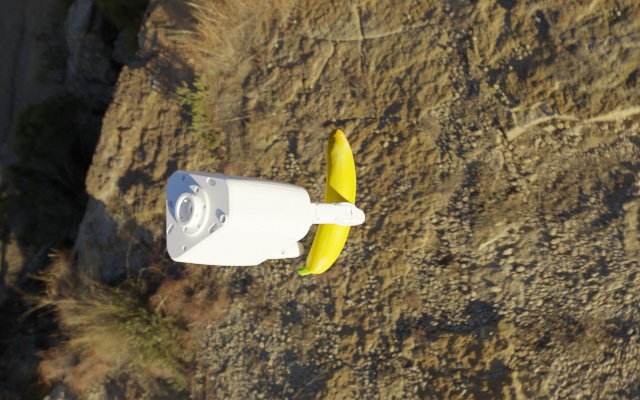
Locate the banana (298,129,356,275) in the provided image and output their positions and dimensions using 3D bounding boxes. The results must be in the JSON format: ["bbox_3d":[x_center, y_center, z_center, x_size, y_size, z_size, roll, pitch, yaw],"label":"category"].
[{"bbox_3d":[0.012,0.010,0.597,0.037,0.198,0.069,8,9,-46],"label":"banana"}]
